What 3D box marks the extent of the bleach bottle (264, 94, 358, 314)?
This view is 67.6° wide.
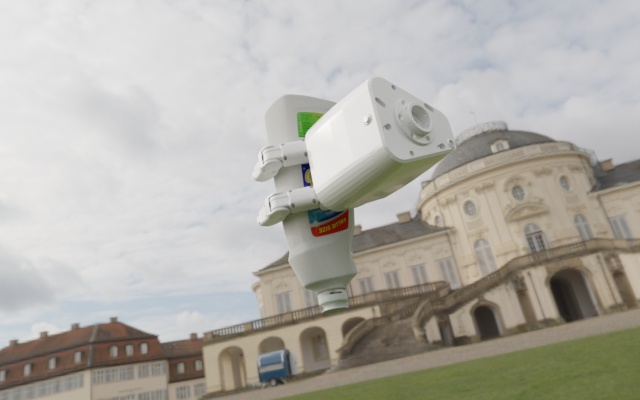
[{"bbox_3d":[0.000,0.002,0.553,0.102,0.250,0.068,4,-26,-35],"label":"bleach bottle"}]
